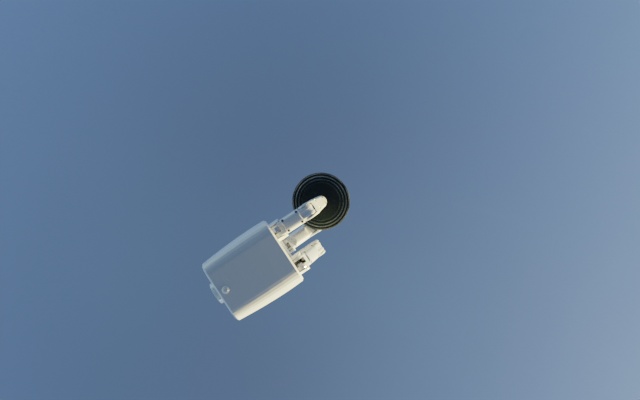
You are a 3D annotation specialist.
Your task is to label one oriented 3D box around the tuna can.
[{"bbox_3d":[0.000,0.002,0.722,0.086,0.086,0.034,0,-4,-3],"label":"tuna can"}]
